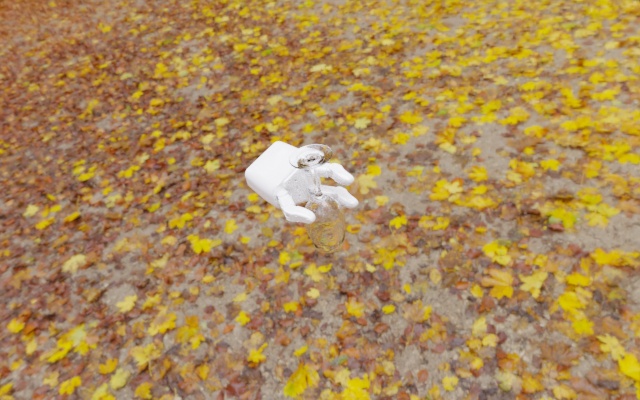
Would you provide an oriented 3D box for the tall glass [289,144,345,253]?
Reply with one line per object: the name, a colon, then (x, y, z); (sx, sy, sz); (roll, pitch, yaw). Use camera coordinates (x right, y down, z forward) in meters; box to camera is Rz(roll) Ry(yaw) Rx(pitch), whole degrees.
tall glass: (0.000, 0.002, 0.859); (0.079, 0.201, 0.079); (-8, 37, 6)
